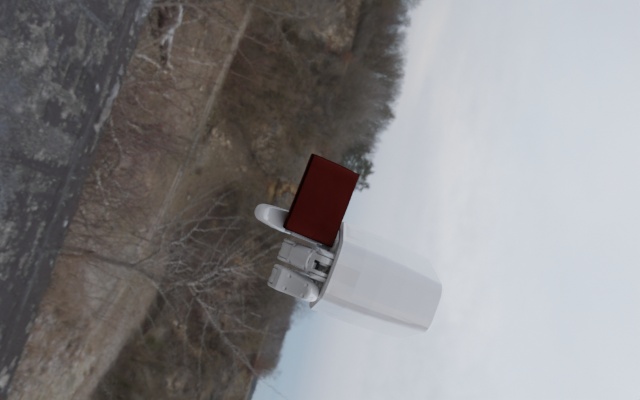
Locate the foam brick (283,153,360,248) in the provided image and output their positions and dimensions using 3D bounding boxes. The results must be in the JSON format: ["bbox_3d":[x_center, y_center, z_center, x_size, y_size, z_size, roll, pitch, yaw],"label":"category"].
[{"bbox_3d":[0.000,0.001,0.478,0.051,0.078,0.053,21,-5,-1],"label":"foam brick"}]
